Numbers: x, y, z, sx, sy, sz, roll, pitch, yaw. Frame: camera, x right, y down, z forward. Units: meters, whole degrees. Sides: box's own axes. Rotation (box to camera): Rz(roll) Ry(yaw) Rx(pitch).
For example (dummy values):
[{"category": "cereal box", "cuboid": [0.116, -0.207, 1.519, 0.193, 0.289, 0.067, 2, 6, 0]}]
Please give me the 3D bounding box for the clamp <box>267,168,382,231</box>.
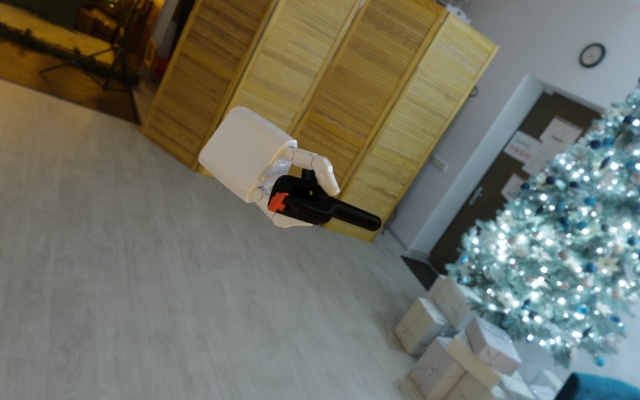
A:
[{"category": "clamp", "cuboid": [0.000, 0.002, 0.693, 0.164, 0.036, 0.210, 38, 20, 14]}]
